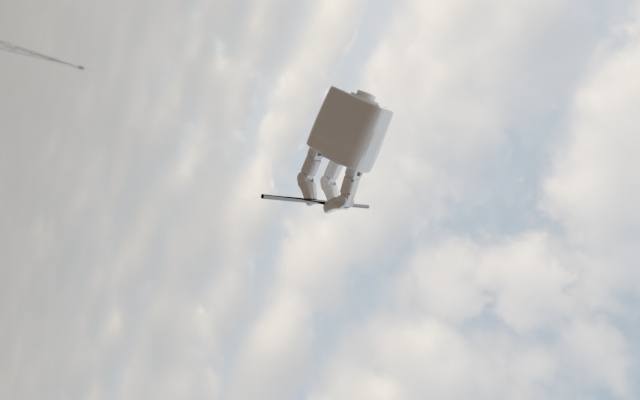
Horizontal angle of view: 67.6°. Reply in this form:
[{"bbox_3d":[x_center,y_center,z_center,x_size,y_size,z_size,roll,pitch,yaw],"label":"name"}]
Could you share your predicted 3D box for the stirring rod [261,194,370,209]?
[{"bbox_3d":[0.000,0.003,0.796,0.239,0.011,0.011,6,-4,-43],"label":"stirring rod"}]
